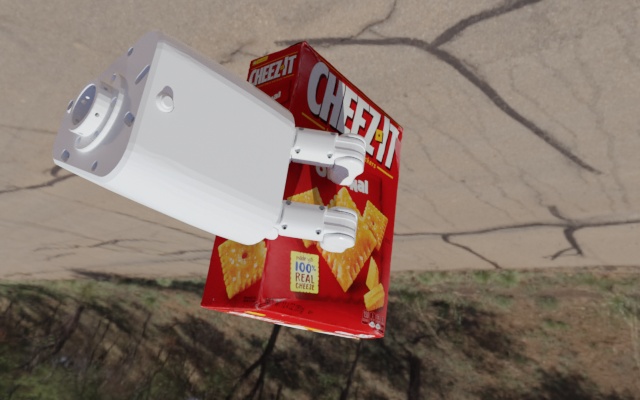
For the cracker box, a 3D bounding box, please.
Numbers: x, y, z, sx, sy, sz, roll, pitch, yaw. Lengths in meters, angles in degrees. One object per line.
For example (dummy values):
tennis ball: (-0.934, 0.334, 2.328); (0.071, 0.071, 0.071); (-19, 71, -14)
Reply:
cracker box: (0.000, 0.002, 0.415); (0.072, 0.213, 0.164); (-7, -24, 38)
